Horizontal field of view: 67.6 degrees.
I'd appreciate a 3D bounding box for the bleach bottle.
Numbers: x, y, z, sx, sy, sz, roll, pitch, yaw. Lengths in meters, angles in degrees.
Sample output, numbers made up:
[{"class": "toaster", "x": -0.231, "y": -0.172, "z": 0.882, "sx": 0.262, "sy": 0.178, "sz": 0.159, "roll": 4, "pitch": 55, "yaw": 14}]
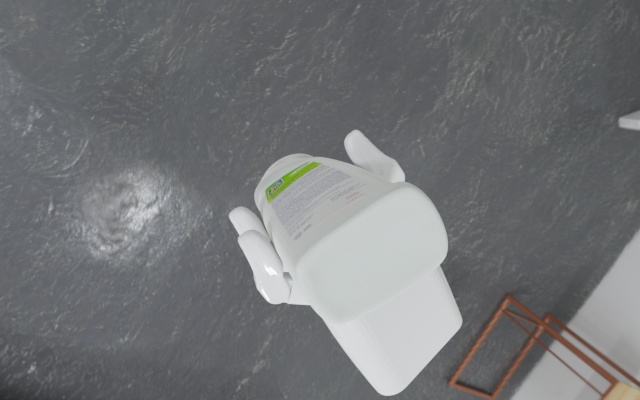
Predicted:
[{"class": "bleach bottle", "x": 0.000, "y": 0.001, "z": 0.406, "sx": 0.102, "sy": 0.068, "sz": 0.250, "roll": -33, "pitch": 23, "yaw": -4}]
